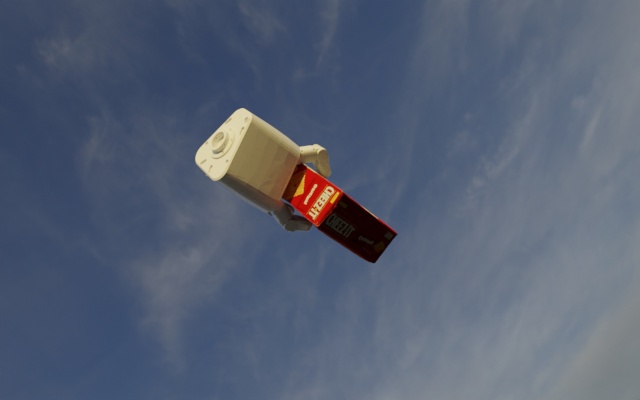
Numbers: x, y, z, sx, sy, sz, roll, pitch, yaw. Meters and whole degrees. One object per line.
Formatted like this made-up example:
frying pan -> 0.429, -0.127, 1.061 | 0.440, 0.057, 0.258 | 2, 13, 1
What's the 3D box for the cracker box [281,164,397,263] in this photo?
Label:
cracker box -> 0.000, 0.002, 0.789 | 0.164, 0.072, 0.213 | 35, 2, -44
